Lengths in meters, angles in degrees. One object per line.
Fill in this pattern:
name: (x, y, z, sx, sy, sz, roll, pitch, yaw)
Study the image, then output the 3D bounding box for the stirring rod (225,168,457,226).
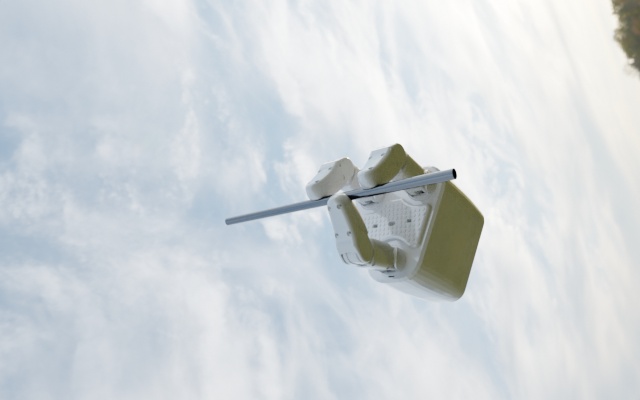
stirring rod: (0.000, 0.001, 0.403, 0.239, 0.011, 0.011, -12, -8, 38)
